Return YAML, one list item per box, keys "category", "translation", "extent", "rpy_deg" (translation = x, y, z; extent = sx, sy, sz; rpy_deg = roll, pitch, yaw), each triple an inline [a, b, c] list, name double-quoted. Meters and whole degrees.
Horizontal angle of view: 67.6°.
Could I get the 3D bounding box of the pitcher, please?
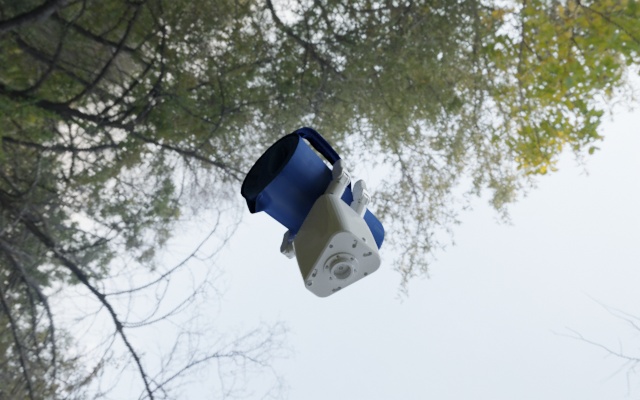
- category: "pitcher"
  translation: [0.000, 0.003, 0.808]
  extent: [0.243, 0.149, 0.145]
  rpy_deg: [41, 13, -26]
